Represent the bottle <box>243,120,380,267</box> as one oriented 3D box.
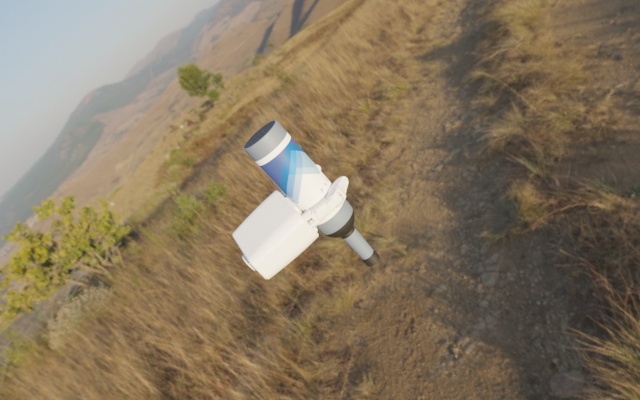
[{"bbox_3d":[0.000,0.002,0.771,0.296,0.069,0.069,48,-22,-22],"label":"bottle"}]
